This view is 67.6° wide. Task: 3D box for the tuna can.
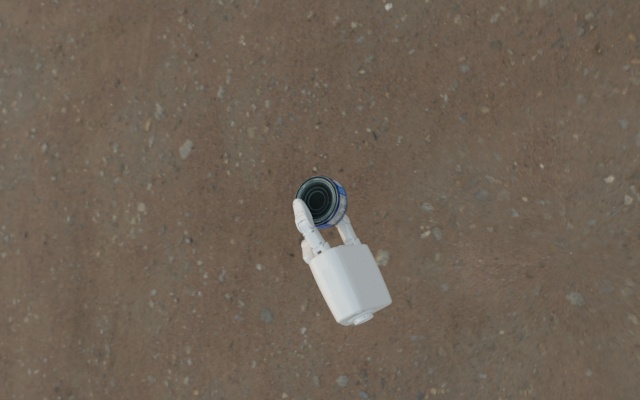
[{"bbox_3d":[0.000,0.002,0.787,0.086,0.086,0.034,0,-10,31],"label":"tuna can"}]
